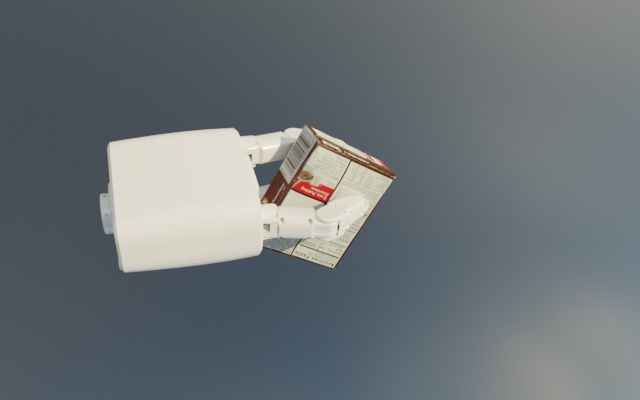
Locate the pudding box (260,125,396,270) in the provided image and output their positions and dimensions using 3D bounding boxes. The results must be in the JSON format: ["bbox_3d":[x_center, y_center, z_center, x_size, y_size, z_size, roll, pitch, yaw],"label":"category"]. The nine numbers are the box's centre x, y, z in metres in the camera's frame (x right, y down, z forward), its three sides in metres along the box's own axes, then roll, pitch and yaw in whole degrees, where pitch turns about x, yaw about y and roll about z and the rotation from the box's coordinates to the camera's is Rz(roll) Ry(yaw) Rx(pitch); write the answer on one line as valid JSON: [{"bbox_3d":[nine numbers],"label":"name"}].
[{"bbox_3d":[0.000,0.001,0.433,0.090,0.113,0.039,21,22,-30],"label":"pudding box"}]
